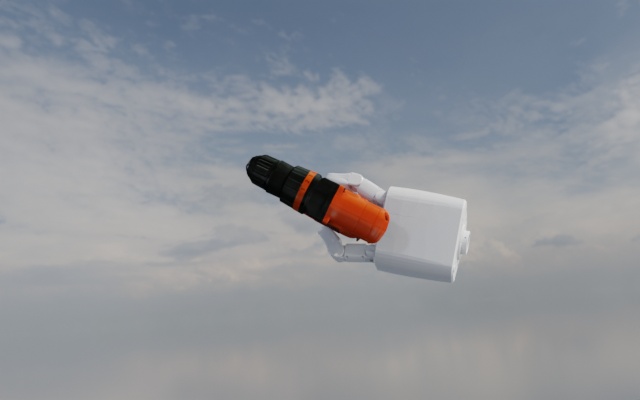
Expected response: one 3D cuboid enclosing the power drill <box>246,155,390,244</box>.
[{"bbox_3d":[0.000,0.002,0.638,0.184,0.057,0.187,28,0,7],"label":"power drill"}]
